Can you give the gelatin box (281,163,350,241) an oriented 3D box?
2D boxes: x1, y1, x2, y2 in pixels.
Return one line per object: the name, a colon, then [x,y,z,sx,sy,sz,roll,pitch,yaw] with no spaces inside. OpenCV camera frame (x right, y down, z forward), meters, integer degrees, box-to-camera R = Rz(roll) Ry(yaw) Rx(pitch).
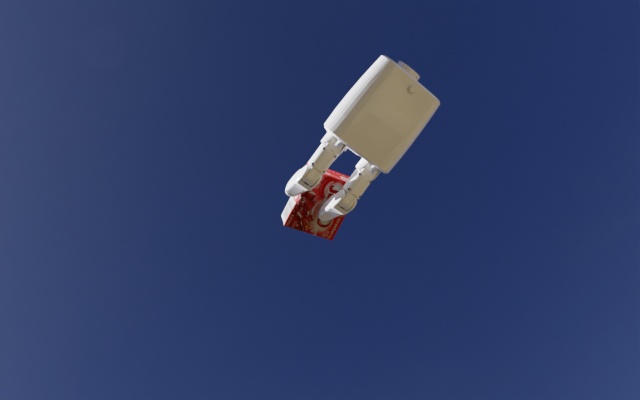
gelatin box: [0.000,0.002,0.627,0.073,0.089,0.030,19,23,-22]
